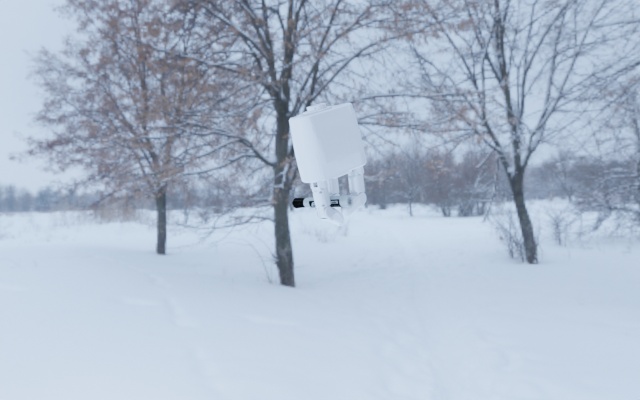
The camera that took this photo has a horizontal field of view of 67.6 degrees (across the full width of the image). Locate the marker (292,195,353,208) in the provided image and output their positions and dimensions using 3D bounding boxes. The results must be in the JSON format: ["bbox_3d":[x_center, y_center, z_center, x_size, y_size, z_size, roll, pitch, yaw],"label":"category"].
[{"bbox_3d":[0.000,0.003,0.808,0.121,0.020,0.020,-2,-1,38],"label":"marker"}]
